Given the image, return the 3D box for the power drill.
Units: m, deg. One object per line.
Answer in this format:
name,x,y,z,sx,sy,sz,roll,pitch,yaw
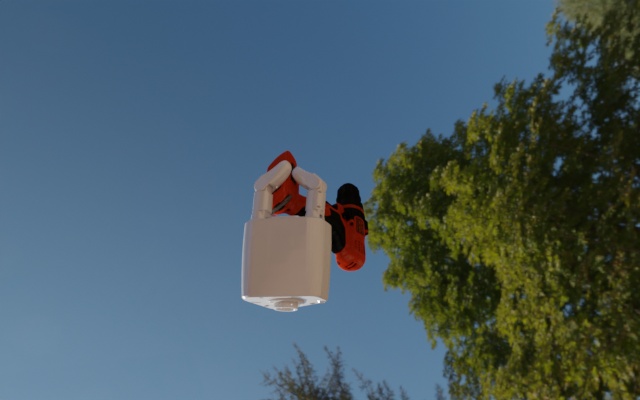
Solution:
power drill,0.000,0.002,0.761,0.188,0.184,0.057,34,-57,-27
